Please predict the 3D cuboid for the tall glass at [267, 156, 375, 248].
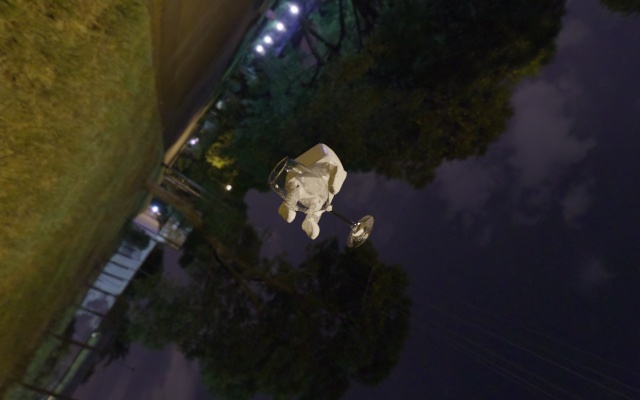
[{"bbox_3d":[0.001,0.003,0.866,0.201,0.079,0.079,36,-13,-19],"label":"tall glass"}]
